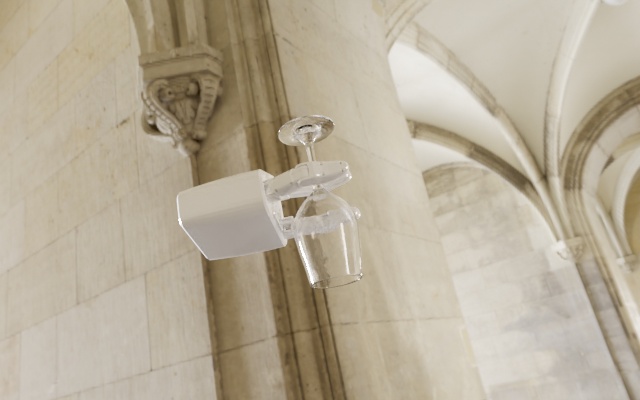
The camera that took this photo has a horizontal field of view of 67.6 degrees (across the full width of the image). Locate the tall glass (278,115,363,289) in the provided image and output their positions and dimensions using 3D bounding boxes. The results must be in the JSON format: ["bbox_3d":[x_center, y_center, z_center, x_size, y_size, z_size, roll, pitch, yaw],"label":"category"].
[{"bbox_3d":[0.000,0.001,0.580,0.079,0.201,0.079,-10,-20,-4],"label":"tall glass"}]
